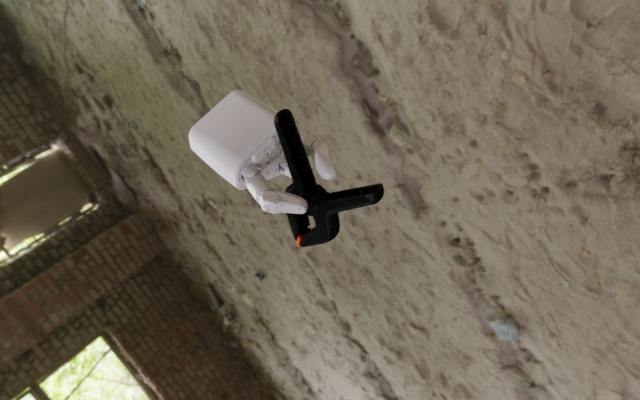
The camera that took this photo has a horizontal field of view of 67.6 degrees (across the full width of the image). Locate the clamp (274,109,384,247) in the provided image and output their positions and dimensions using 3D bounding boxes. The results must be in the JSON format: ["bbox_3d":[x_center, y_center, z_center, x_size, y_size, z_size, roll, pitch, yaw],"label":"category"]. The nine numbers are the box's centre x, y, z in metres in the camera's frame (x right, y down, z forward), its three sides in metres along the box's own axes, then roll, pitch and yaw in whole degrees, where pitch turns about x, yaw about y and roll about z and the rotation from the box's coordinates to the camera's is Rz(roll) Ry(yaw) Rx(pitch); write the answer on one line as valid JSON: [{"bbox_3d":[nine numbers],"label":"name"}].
[{"bbox_3d":[-0.001,0.003,0.619,0.164,0.210,0.036,37,55,24],"label":"clamp"}]
